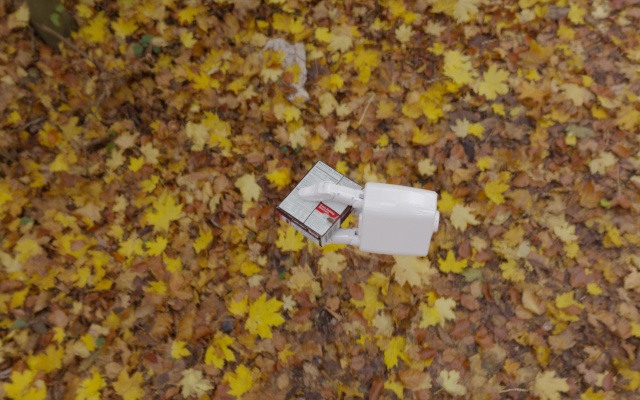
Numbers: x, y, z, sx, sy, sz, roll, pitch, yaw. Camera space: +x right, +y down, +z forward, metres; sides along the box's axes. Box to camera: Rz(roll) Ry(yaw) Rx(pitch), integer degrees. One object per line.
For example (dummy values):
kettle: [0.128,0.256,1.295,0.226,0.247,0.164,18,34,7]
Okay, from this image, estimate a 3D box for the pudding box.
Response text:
pudding box: [0.000,0.002,0.746,0.090,0.113,0.039,33,-25,17]
